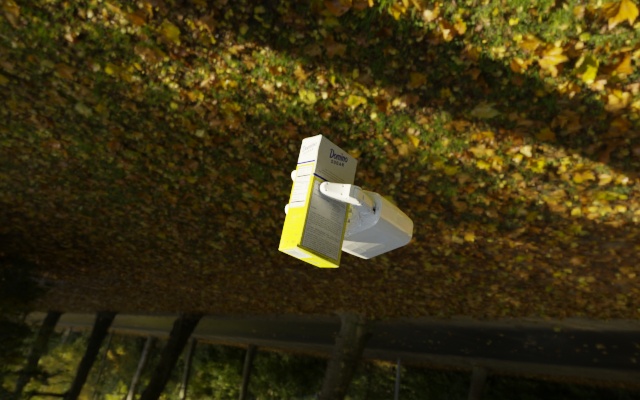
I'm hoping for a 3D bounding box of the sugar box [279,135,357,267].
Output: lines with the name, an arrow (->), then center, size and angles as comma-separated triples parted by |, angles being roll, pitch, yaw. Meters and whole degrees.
sugar box -> 0.000, 0.003, 0.713 | 0.048, 0.176, 0.093 | -9, -28, 41
